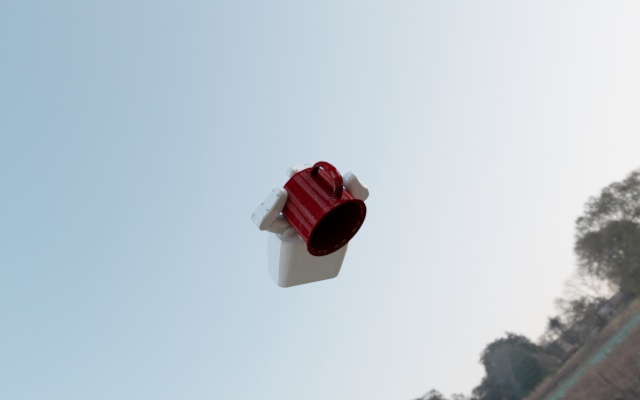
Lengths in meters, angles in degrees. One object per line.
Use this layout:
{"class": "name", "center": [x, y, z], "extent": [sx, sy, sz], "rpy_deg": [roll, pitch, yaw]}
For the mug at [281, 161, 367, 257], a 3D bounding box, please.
{"class": "mug", "center": [0.000, 0.001, 0.603], "extent": [0.093, 0.117, 0.081], "rpy_deg": [-21, 51, -30]}
